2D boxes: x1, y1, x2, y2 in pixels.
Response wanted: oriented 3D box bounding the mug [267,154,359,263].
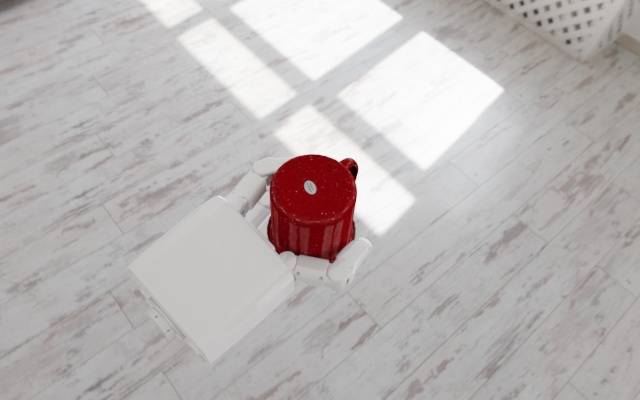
[{"bbox_3d":[0.001,0.001,0.473,0.093,0.117,0.082,37,-27,19],"label":"mug"}]
